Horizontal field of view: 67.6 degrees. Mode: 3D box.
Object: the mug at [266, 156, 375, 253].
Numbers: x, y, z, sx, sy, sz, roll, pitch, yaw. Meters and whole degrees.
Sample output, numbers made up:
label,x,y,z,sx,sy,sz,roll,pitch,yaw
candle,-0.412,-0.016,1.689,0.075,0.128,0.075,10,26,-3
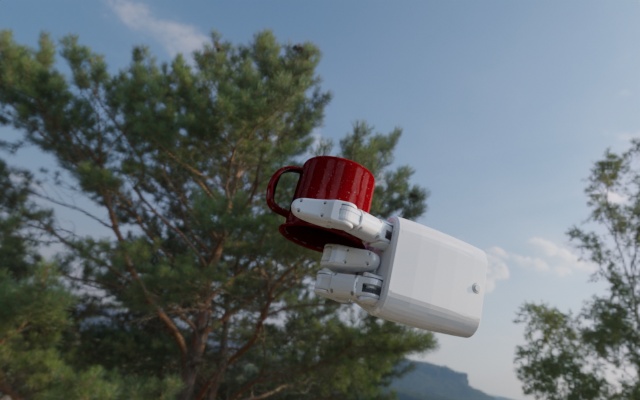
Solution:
label,x,y,z,sx,sy,sz,roll,pitch,yaw
mug,-0.001,0.001,0.504,0.117,0.081,0.093,20,-20,-13
